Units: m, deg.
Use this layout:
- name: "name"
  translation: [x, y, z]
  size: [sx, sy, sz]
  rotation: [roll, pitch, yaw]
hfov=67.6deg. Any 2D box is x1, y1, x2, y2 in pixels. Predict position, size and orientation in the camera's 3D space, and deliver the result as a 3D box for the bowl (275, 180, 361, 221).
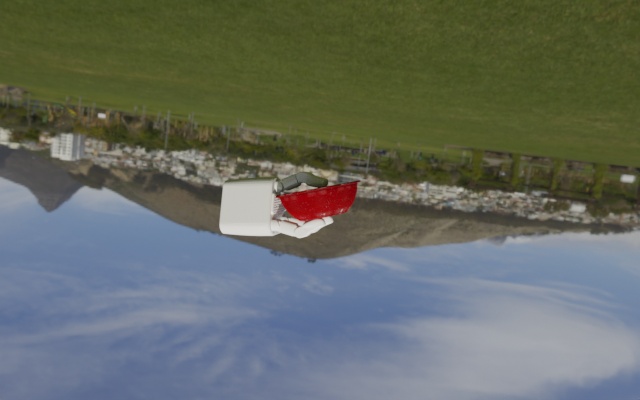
- name: "bowl"
  translation: [0.001, 0.003, 0.888]
  size: [0.162, 0.055, 0.162]
  rotation: [-11, 1, 0]
